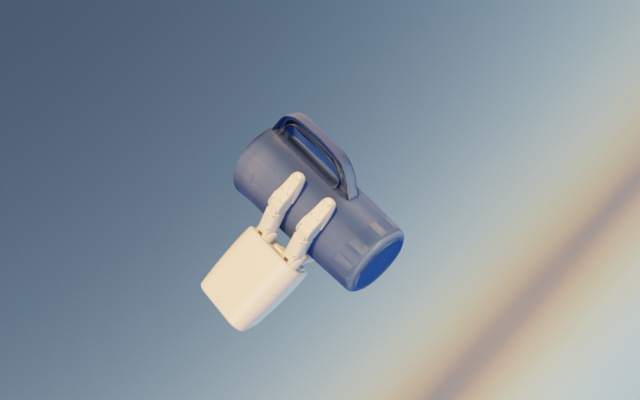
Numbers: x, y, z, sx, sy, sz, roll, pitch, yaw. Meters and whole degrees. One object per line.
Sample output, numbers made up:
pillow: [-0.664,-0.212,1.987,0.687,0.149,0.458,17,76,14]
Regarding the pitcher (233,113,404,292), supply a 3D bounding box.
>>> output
pitcher: [0.000,0.002,0.669,0.242,0.145,0.149,43,-1,25]
